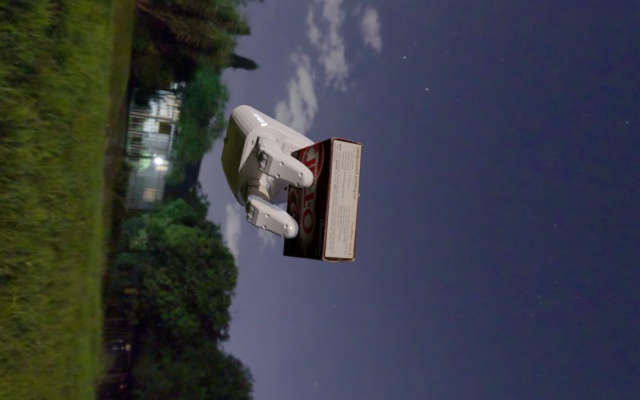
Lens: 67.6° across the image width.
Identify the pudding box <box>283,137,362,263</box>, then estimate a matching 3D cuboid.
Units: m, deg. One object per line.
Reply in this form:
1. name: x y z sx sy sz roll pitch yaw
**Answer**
1. pudding box: 0.000 0.002 0.466 0.039 0.113 0.090 5 -5 -26
